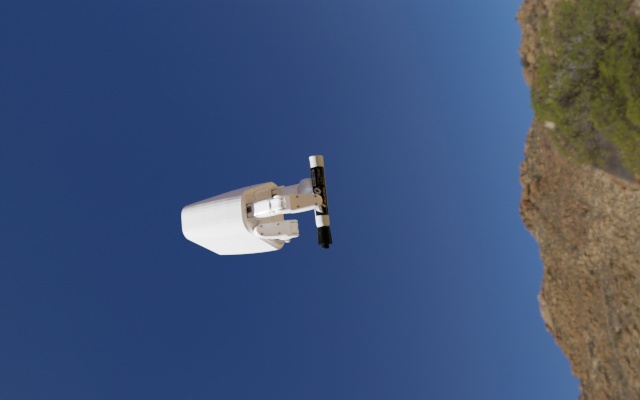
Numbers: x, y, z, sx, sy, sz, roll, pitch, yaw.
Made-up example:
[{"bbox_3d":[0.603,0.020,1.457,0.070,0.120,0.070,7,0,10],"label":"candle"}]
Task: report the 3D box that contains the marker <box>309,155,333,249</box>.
[{"bbox_3d":[0.000,0.002,0.616,0.020,0.121,0.020,-6,-10,-1],"label":"marker"}]
